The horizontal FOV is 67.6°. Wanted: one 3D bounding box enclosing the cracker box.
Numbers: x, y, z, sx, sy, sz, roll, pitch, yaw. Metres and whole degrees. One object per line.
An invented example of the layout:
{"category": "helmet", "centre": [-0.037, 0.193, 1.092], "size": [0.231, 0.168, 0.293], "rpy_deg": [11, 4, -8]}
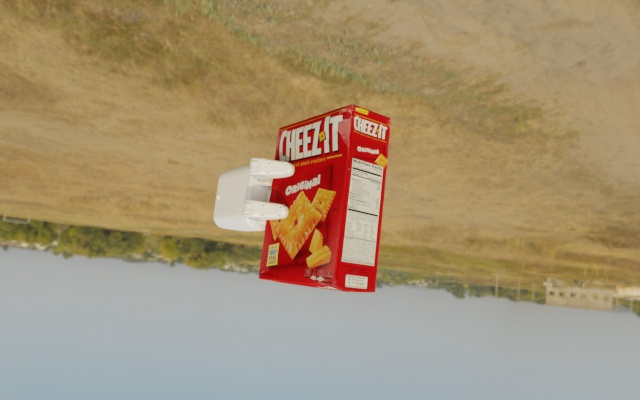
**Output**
{"category": "cracker box", "centre": [0.000, 0.002, 0.607], "size": [0.072, 0.213, 0.164], "rpy_deg": [13, -11, -36]}
